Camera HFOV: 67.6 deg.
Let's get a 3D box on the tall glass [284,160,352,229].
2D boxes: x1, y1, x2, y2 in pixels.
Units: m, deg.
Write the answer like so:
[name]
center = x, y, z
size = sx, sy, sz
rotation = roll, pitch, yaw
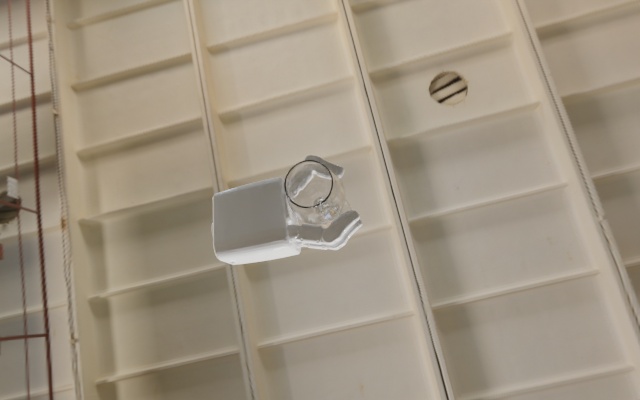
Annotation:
[tall glass]
center = 0.000, 0.002, 0.683
size = 0.079, 0.079, 0.201
rotation = 0, -13, 9
